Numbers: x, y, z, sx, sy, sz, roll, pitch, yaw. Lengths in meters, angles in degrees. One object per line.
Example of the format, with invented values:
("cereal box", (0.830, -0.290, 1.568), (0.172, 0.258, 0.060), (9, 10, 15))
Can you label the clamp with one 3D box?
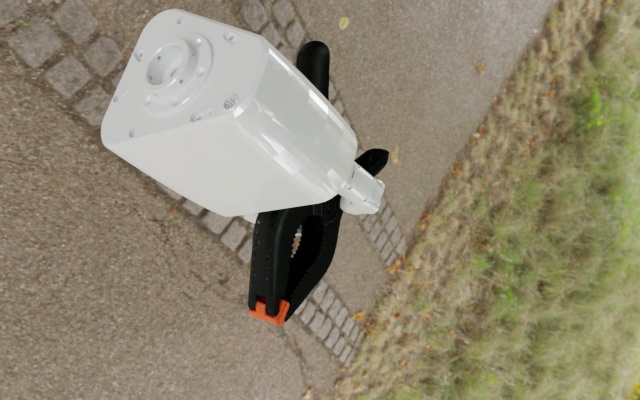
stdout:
("clamp", (0.000, 0.002, 0.401), (0.036, 0.210, 0.165), (9, -16, 33))
